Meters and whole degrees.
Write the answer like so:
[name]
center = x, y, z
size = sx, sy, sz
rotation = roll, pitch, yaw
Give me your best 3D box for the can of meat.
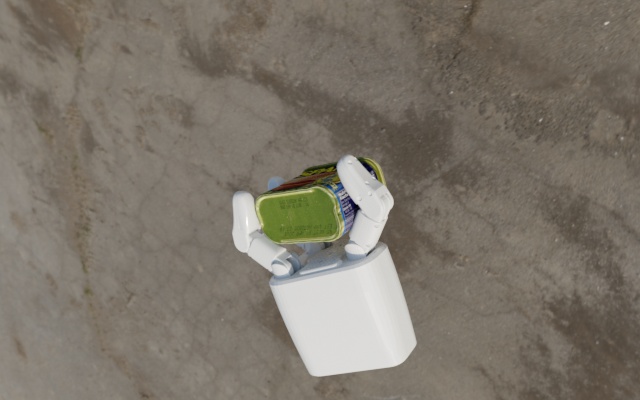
[can of meat]
center = 0.000, 0.002, 0.460
size = 0.102, 0.057, 0.084
rotation = -8, 16, 38
